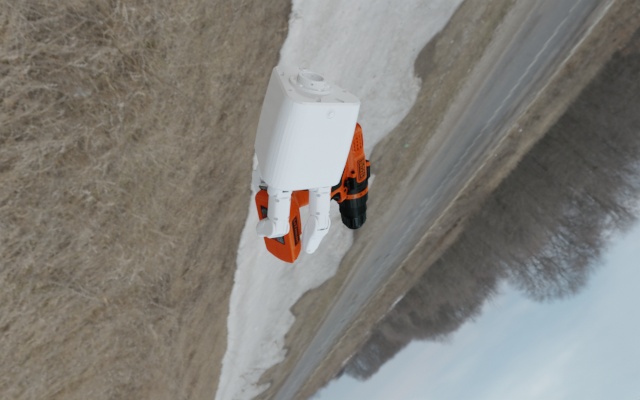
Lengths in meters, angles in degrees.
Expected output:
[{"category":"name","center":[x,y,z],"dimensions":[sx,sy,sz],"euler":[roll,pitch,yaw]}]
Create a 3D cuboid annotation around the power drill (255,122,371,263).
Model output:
[{"category":"power drill","center":[0.000,0.002,0.664],"dimensions":[0.057,0.185,0.187],"euler":[20,44,35]}]
